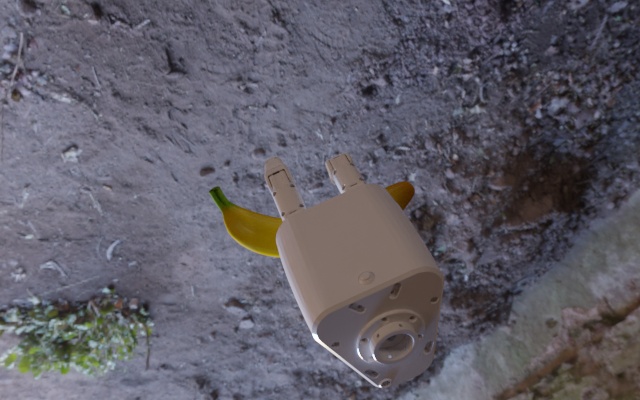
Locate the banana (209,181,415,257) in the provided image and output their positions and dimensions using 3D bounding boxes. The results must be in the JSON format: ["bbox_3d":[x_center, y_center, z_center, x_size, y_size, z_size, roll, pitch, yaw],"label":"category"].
[{"bbox_3d":[-0.003,0.020,0.454,0.198,0.070,0.037,-2,15,-11],"label":"banana"}]
